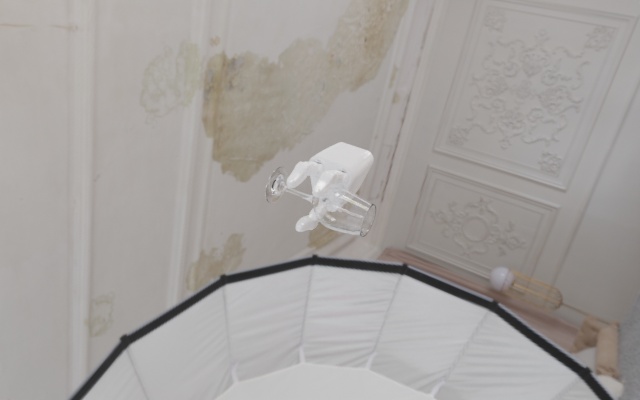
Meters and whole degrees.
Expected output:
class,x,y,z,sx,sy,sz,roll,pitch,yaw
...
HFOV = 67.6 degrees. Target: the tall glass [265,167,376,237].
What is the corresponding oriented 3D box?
class,x,y,z,sx,sy,sz,roll,pitch,yaw
tall glass,-0.001,0.003,0.885,0.201,0.079,0.079,22,9,23
